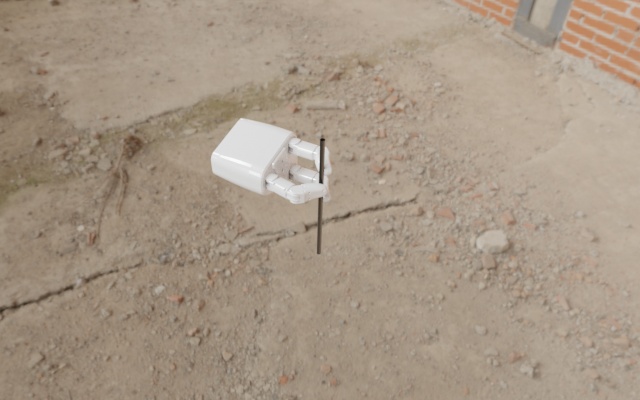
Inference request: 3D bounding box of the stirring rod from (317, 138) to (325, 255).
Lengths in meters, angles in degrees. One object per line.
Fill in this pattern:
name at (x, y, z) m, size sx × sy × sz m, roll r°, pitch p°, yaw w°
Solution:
stirring rod at (0.000, 0.003, 0.775) m, size 0.011 × 0.240 × 0.011 m, roll 1°, pitch 41°, yaw -1°
